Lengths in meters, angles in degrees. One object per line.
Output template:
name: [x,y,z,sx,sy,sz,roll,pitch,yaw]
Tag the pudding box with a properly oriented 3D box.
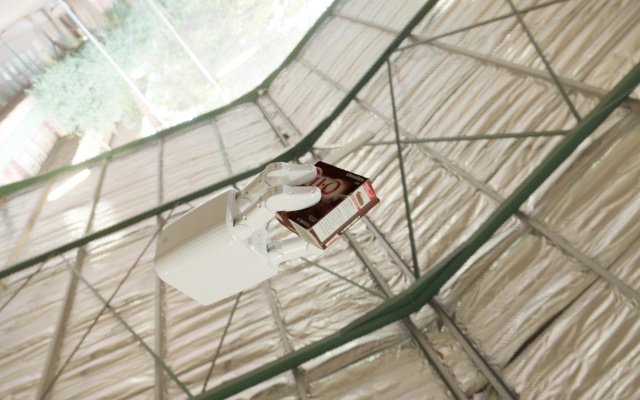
pudding box: [0.000,0.002,0.552,0.090,0.039,0.113,-41,33,-15]
